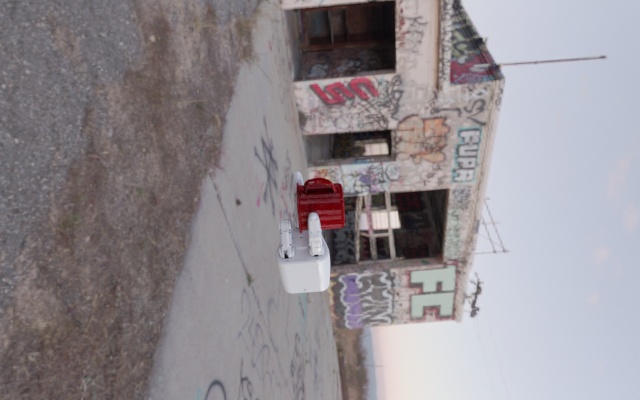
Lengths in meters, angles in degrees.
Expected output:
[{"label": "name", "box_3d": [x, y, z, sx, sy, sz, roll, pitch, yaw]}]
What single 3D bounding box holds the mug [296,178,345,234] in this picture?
[{"label": "mug", "box_3d": [0.000, 0.002, 0.852, 0.081, 0.093, 0.117, -4, -44, 0]}]
